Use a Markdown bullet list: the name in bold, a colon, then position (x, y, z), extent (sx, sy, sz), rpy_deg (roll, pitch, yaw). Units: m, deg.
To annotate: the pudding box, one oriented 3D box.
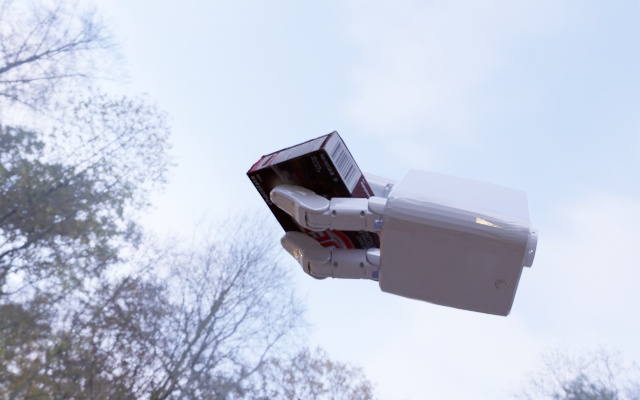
- **pudding box**: position (0.000, 0.001, 0.433), extent (0.090, 0.113, 0.039), rpy_deg (-15, 26, 35)
